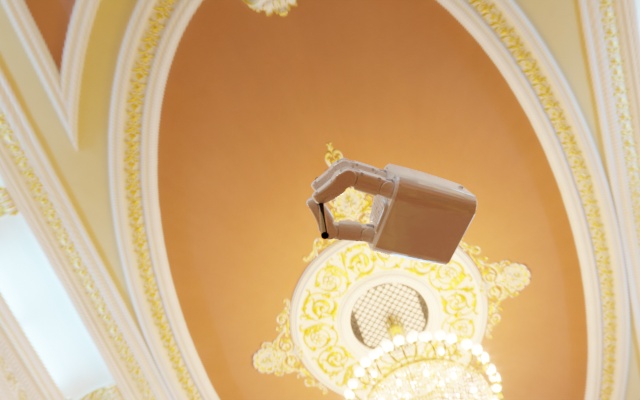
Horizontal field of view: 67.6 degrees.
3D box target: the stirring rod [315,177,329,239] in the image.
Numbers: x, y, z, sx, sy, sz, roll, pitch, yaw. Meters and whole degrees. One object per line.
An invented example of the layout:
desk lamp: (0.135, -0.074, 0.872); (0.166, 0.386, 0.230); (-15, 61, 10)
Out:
stirring rod: (0.000, 0.002, 0.592); (0.011, 0.011, 0.239); (0, 16, -2)
